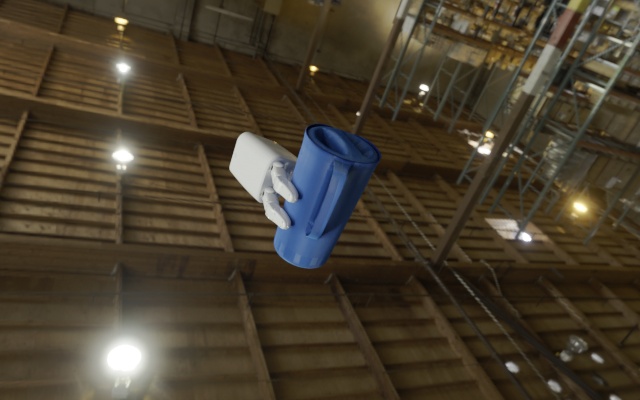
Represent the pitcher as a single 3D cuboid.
[{"bbox_3d":[0.000,0.003,0.831,0.149,0.243,0.145,-11,42,-46],"label":"pitcher"}]
